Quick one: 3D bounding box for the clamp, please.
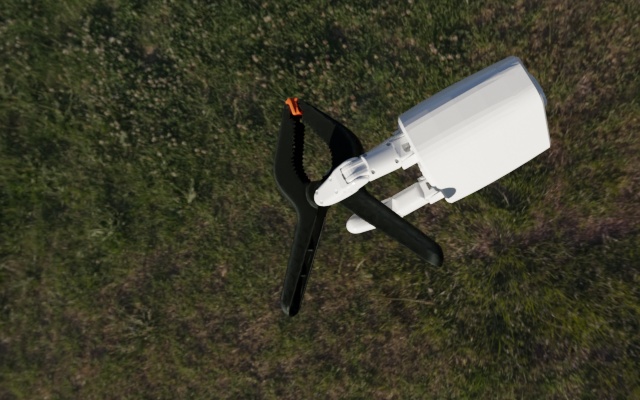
[{"bbox_3d":[0.000,0.001,0.464,0.164,0.210,0.036,-30,-14,17],"label":"clamp"}]
